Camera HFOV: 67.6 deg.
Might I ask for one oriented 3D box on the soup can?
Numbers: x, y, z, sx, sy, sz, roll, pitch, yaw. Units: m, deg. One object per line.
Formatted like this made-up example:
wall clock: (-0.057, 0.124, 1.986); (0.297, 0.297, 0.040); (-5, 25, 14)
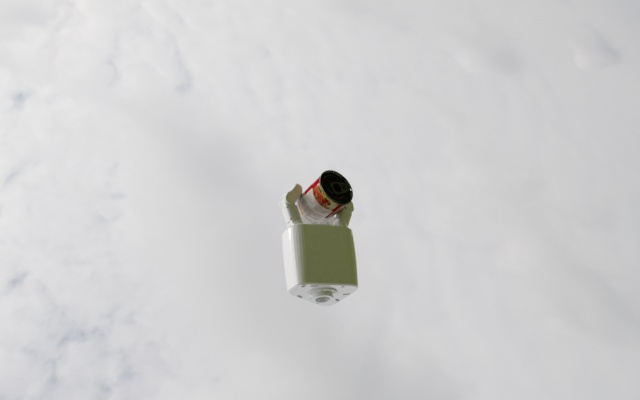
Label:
soup can: (0.000, 0.002, 0.831); (0.068, 0.068, 0.102); (0, -30, -39)
